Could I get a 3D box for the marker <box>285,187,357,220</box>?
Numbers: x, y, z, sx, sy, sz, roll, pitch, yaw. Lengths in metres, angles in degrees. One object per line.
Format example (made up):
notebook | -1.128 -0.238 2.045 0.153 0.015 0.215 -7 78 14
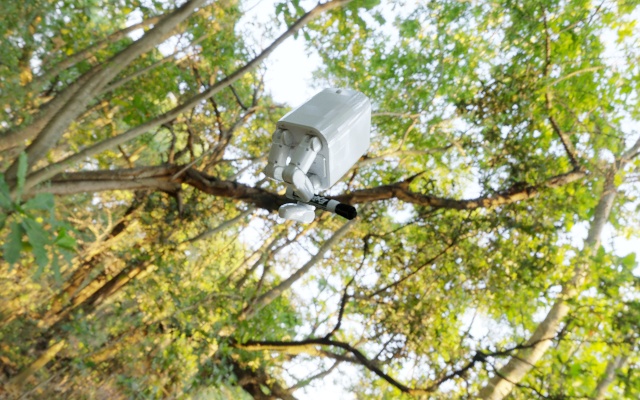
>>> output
marker | 0.000 0.002 0.644 0.121 0.020 0.020 19 12 39
